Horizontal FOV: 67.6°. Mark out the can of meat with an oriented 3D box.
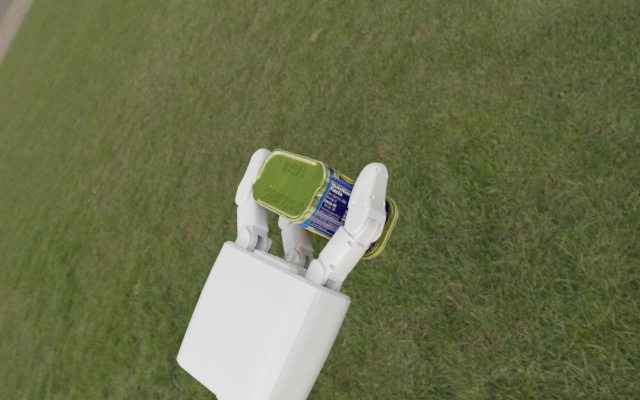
[{"bbox_3d":[0.000,0.001,0.408,0.084,0.057,0.102,28,-4,-36],"label":"can of meat"}]
